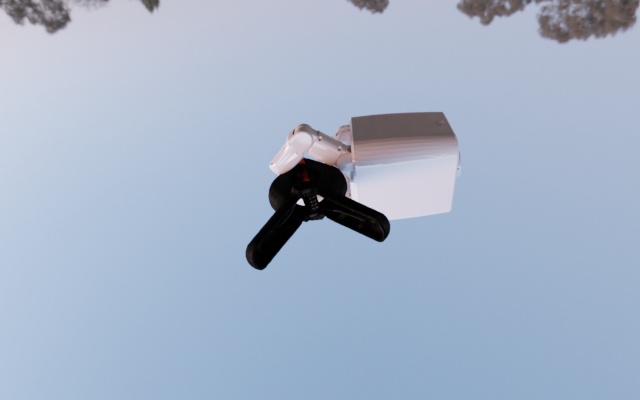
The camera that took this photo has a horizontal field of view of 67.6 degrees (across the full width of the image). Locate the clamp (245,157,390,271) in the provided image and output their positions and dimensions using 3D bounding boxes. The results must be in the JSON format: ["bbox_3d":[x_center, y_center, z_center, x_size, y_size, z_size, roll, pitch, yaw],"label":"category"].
[{"bbox_3d":[0.000,0.002,0.450,0.120,0.039,0.171,-4,31,4],"label":"clamp"}]
